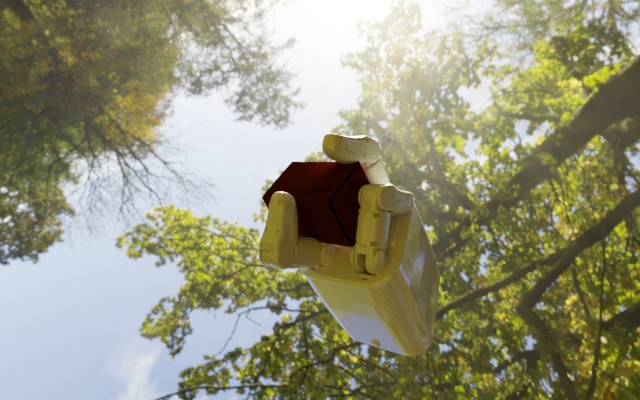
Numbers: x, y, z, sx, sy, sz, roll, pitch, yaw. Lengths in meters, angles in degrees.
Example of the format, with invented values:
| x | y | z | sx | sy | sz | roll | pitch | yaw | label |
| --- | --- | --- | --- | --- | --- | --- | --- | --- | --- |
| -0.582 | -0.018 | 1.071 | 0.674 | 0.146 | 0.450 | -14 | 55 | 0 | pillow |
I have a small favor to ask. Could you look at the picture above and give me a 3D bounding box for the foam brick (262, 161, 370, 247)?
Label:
| x | y | z | sx | sy | sz | roll | pitch | yaw | label |
| --- | --- | --- | --- | --- | --- | --- | --- | --- | --- |
| 0.000 | 0.001 | 0.411 | 0.078 | 0.051 | 0.053 | 4 | 44 | 41 | foam brick |
